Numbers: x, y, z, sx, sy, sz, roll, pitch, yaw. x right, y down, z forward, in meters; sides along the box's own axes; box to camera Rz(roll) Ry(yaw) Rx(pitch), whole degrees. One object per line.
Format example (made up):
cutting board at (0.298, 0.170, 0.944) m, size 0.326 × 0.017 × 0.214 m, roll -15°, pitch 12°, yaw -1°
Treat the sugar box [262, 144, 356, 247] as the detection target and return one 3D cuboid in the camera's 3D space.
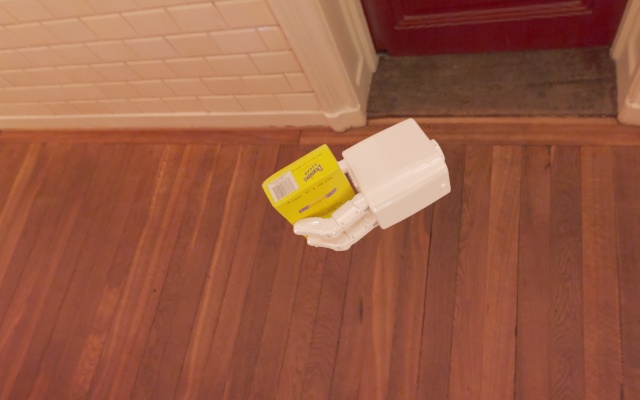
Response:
sugar box at (0.000, 0.002, 0.638) m, size 0.093 × 0.048 × 0.176 m, roll -30°, pitch -29°, yaw 5°
